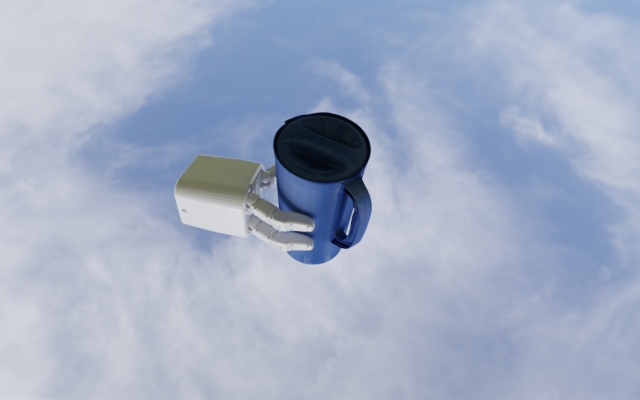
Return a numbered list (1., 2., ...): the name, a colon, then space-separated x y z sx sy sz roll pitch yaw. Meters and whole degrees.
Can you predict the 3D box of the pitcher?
1. pitcher: 0.000 0.002 0.727 0.145 0.149 0.243 9 -38 2
